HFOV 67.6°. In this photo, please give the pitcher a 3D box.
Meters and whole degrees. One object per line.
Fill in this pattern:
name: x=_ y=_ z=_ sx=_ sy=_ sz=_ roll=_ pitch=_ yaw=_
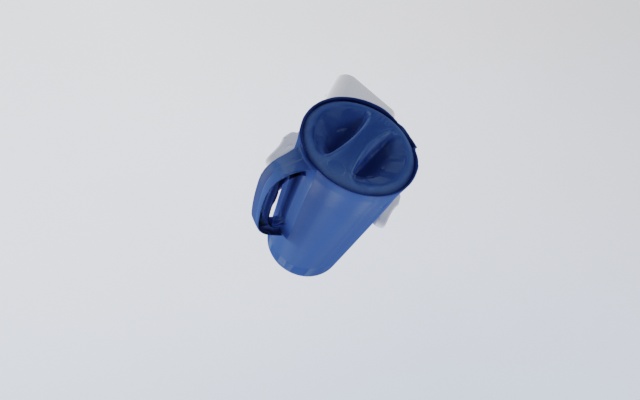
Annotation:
pitcher: x=0.000 y=0.002 z=0.588 sx=0.149 sy=0.145 sz=0.243 roll=24 pitch=-37 yaw=-4
